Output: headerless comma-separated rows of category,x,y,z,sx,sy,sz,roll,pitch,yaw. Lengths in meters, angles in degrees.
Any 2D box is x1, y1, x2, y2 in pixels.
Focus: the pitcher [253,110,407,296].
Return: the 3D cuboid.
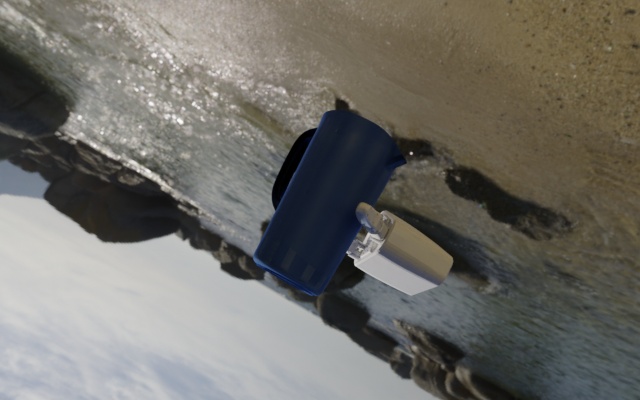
pitcher,0.000,0.002,0.682,0.145,0.242,0.149,31,-12,-9
